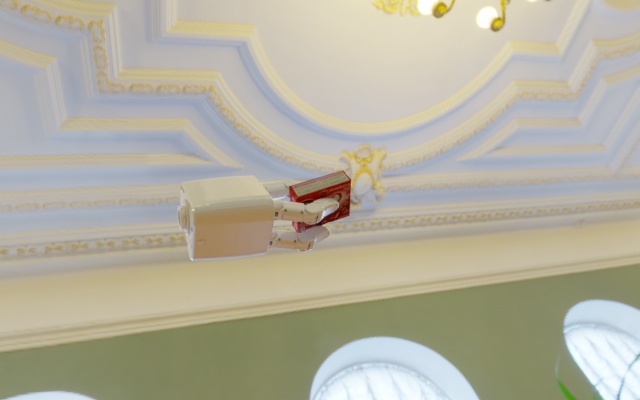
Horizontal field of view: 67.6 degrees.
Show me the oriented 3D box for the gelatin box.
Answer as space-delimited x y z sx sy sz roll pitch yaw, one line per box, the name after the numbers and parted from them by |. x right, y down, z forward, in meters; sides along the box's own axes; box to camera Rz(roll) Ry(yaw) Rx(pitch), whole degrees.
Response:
0.000 0.002 0.700 0.089 0.073 0.030 -18 46 -18 | gelatin box
